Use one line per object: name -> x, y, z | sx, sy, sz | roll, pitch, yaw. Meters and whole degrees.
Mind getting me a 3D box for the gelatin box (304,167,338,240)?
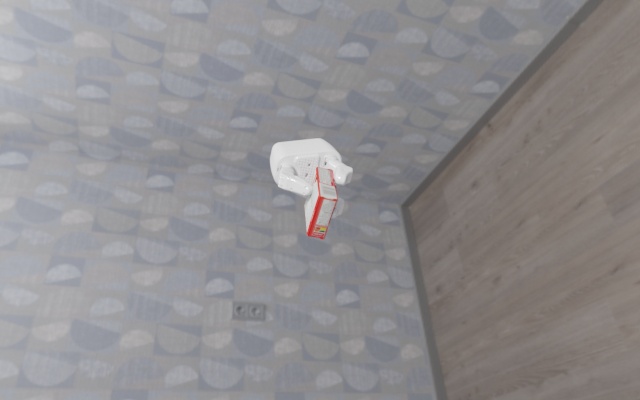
gelatin box -> 0.000, 0.002, 0.717 | 0.030, 0.073, 0.089 | 11, 31, -11
